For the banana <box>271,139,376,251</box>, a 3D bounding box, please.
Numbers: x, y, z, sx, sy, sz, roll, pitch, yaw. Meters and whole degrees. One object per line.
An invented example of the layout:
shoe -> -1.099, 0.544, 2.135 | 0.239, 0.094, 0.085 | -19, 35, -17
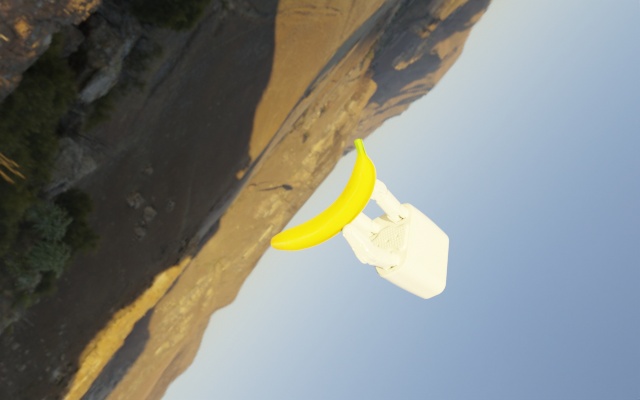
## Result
banana -> 0.014, 0.012, 0.654 | 0.069, 0.198, 0.037 | 46, 13, 23
